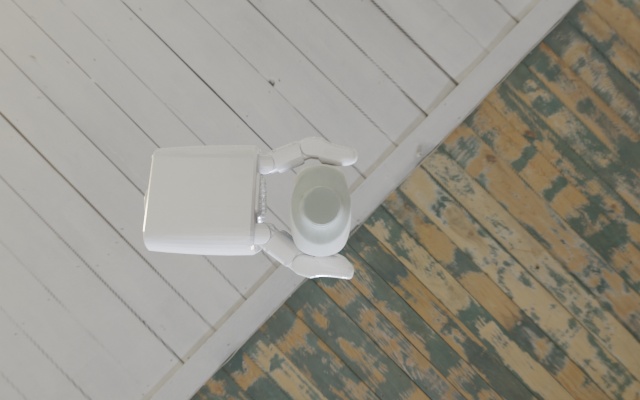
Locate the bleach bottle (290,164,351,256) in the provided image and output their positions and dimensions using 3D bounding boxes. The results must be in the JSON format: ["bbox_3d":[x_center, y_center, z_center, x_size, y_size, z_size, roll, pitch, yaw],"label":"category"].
[{"bbox_3d":[0.000,0.002,0.484,0.068,0.102,0.251,1,-3,0],"label":"bleach bottle"}]
